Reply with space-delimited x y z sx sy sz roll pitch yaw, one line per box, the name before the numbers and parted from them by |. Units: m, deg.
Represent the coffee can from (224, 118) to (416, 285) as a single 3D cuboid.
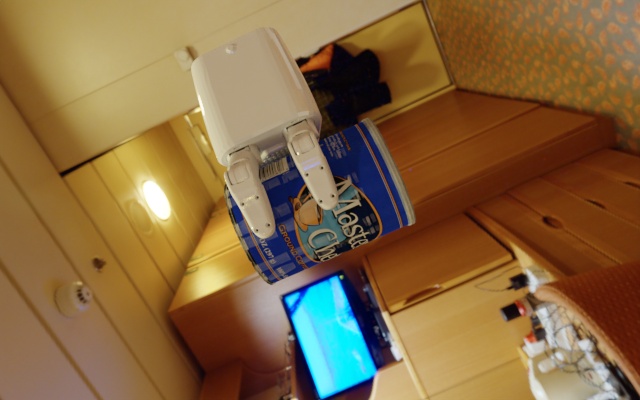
coffee can | 0.000 0.002 0.431 0.140 0.103 0.103 -24 -2 3
